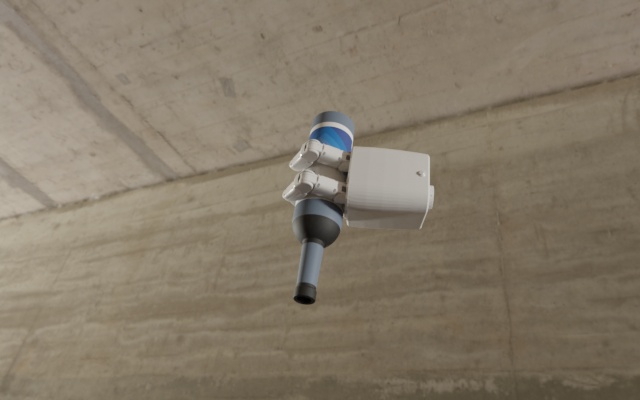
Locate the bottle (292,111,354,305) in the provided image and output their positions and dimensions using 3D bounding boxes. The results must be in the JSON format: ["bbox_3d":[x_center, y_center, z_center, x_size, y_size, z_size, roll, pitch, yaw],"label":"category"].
[{"bbox_3d":[0.000,0.002,0.659,0.069,0.295,0.069,6,-36,5],"label":"bottle"}]
